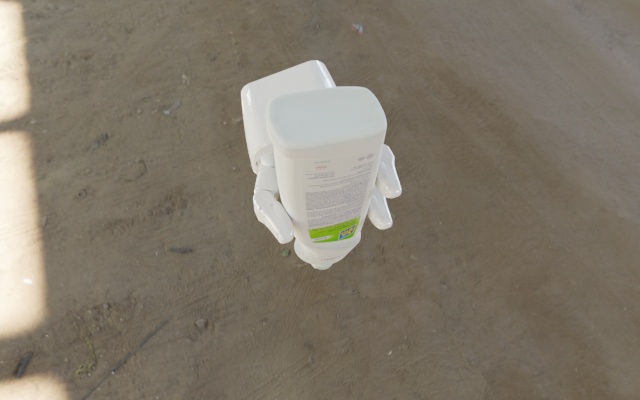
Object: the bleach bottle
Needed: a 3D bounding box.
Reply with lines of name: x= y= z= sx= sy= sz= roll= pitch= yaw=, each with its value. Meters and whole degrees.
bleach bottle: x=0.000 y=0.002 z=0.492 sx=0.102 sy=0.068 sz=0.251 roll=-10 pitch=-35 yaw=-11
